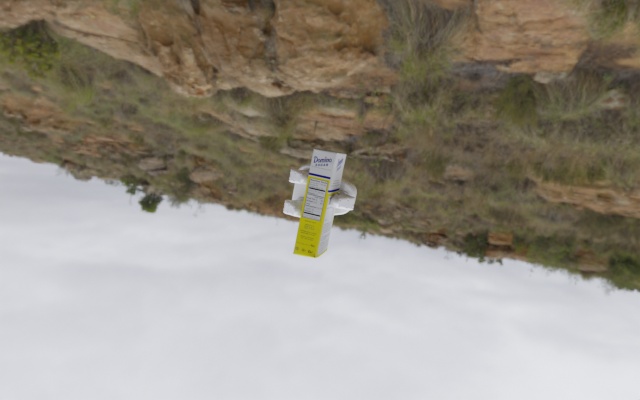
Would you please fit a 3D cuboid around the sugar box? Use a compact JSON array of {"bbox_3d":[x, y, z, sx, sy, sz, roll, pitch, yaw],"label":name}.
[{"bbox_3d":[0.000,0.003,0.802,0.048,0.176,0.093,10,5,12],"label":"sugar box"}]
